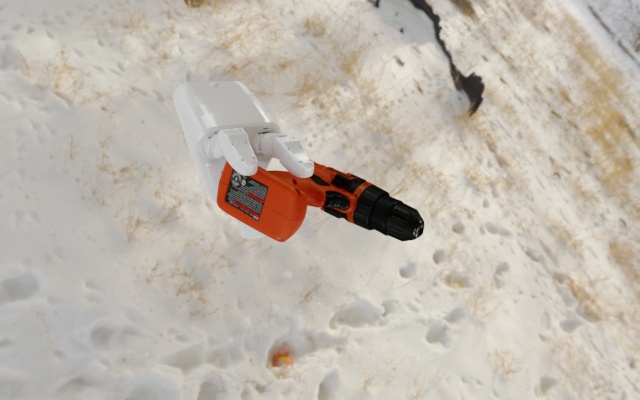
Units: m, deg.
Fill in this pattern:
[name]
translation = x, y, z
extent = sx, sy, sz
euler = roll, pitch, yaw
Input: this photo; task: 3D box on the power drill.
[power drill]
translation = 0.000, 0.002, 0.509
extent = 0.184, 0.057, 0.187
euler = 24, 14, 32
